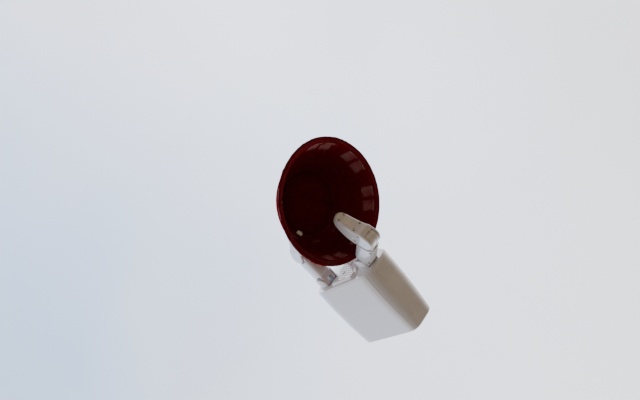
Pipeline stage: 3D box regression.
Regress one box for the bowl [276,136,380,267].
[{"bbox_3d":[-0.001,0.001,0.611,0.162,0.162,0.055,0,-3,-38],"label":"bowl"}]
